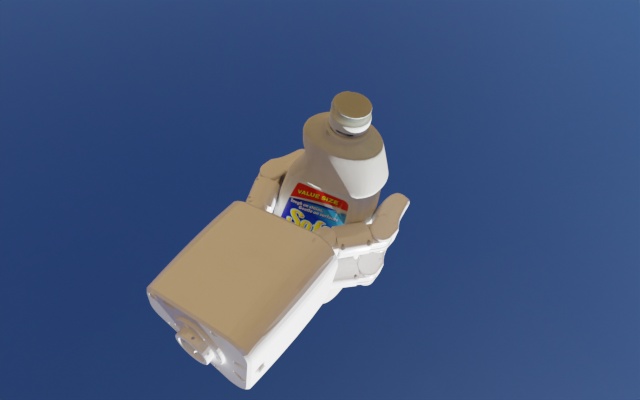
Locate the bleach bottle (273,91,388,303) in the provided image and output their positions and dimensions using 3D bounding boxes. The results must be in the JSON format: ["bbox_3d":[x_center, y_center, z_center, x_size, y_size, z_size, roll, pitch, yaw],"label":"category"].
[{"bbox_3d":[0.000,0.002,0.443,0.102,0.068,0.251,34,-35,16],"label":"bleach bottle"}]
